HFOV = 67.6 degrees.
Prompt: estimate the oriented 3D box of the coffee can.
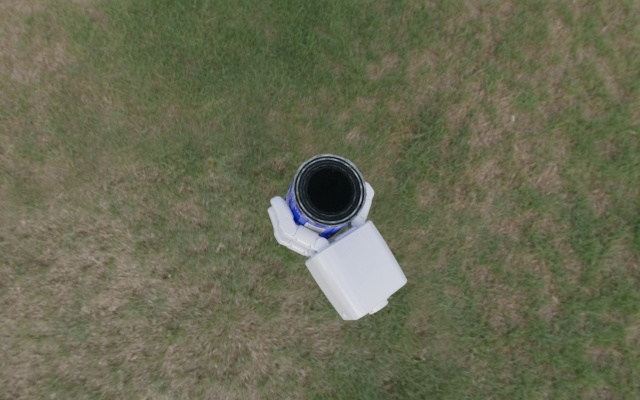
[{"bbox_3d":[0.000,0.002,0.705,0.103,0.102,0.140,0,-14,-11],"label":"coffee can"}]
